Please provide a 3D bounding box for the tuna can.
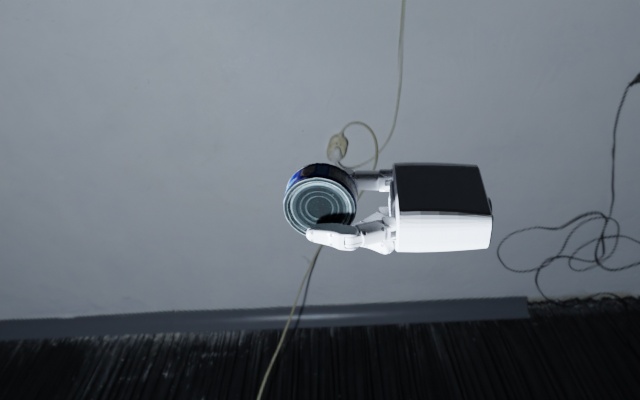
[{"bbox_3d":[0.000,0.002,0.552,0.086,0.086,0.033,0,32,7],"label":"tuna can"}]
